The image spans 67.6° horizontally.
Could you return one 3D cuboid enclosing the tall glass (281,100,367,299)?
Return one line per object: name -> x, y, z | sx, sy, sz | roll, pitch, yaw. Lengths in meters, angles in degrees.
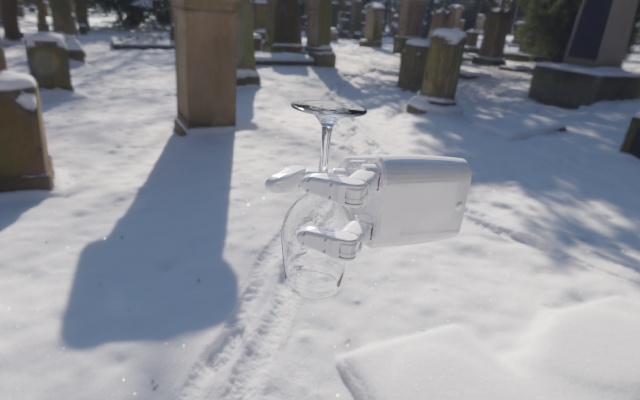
tall glass -> 0.000, 0.001, 0.499 | 0.079, 0.201, 0.079 | 5, 21, -2
